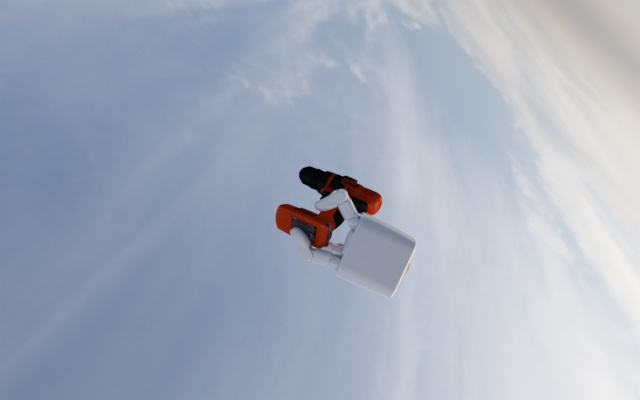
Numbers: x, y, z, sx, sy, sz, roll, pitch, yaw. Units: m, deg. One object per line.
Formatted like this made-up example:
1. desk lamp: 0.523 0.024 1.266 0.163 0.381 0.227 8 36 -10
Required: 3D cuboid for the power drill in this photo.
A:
1. power drill: 0.000 0.003 0.892 0.184 0.057 0.187 23 37 24
